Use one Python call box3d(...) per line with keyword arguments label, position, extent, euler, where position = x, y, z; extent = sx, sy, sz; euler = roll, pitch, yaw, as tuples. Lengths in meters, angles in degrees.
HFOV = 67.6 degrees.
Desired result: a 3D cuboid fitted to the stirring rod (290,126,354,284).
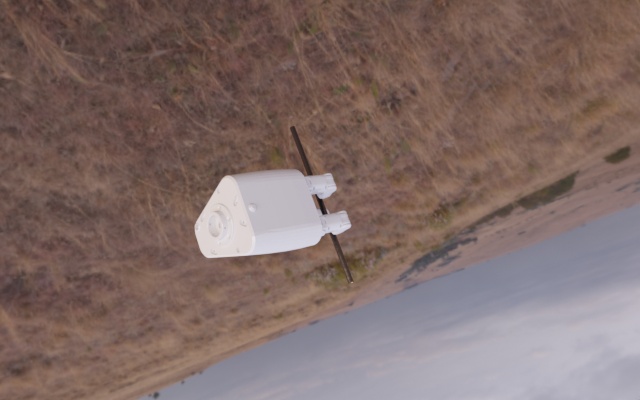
box3d(label="stirring rod", position=(0.000, 0.002, 0.676), extent=(0.011, 0.239, 0.011), euler=(-20, -13, -5))
